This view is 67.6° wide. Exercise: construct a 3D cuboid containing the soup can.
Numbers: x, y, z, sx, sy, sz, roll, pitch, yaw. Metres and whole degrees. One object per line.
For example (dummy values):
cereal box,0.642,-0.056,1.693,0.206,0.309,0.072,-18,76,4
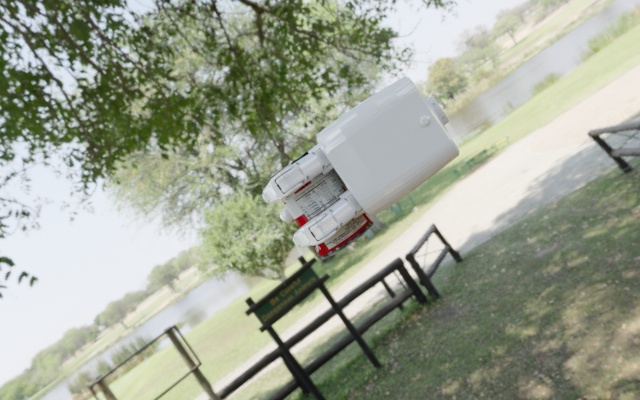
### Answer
soup can,0.000,0.002,0.509,0.068,0.102,0.068,-35,2,2
